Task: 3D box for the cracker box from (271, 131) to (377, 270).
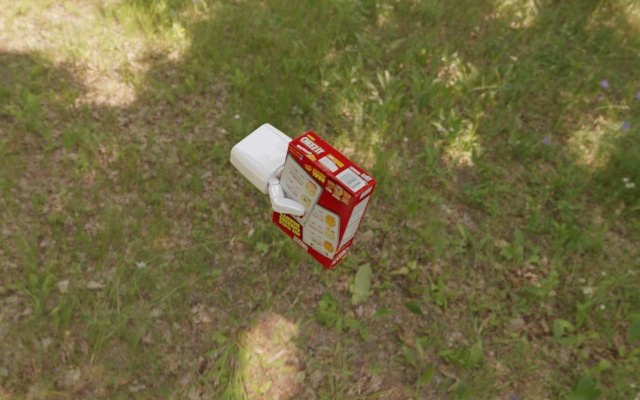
[{"bbox_3d":[0.000,0.003,0.899,0.164,0.214,0.072,39,49,21],"label":"cracker box"}]
